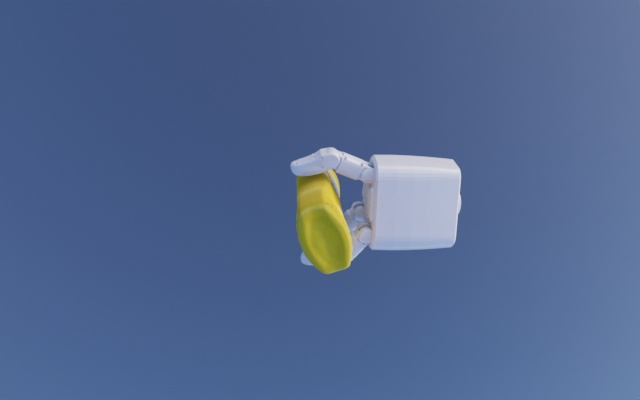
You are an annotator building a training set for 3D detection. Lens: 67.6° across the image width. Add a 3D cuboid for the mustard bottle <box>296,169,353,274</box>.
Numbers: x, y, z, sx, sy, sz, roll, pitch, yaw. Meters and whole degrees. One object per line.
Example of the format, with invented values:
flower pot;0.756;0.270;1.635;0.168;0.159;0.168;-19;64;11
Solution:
mustard bottle;0.000;0.002;0.617;0.058;0.096;0.191;-20;28;7
